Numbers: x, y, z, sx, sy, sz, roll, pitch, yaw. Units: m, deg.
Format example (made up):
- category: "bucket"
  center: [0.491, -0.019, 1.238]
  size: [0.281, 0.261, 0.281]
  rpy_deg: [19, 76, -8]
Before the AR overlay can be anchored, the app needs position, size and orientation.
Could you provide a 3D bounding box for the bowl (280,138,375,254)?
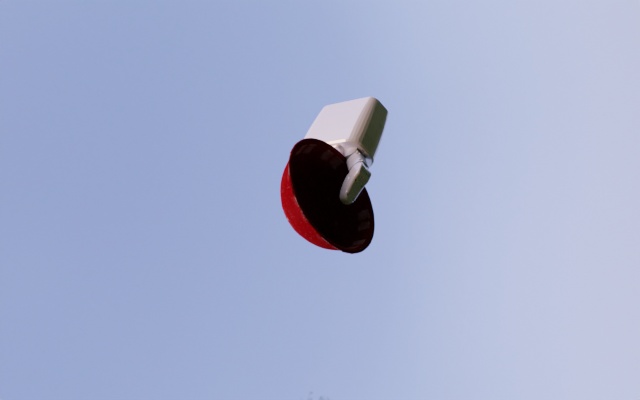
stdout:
- category: "bowl"
  center: [-0.001, 0.003, 0.620]
  size: [0.055, 0.162, 0.162]
  rpy_deg: [-30, -17, 33]
